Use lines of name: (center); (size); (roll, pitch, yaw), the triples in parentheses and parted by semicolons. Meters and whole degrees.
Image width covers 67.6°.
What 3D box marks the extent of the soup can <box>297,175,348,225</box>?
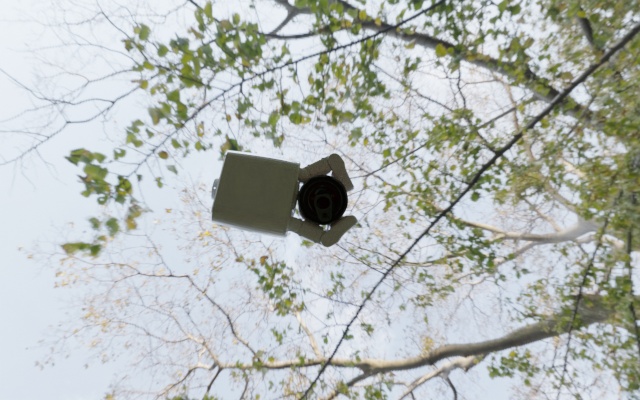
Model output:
soup can: (0.001, 0.002, 0.685); (0.068, 0.068, 0.102); (0, -3, -4)
